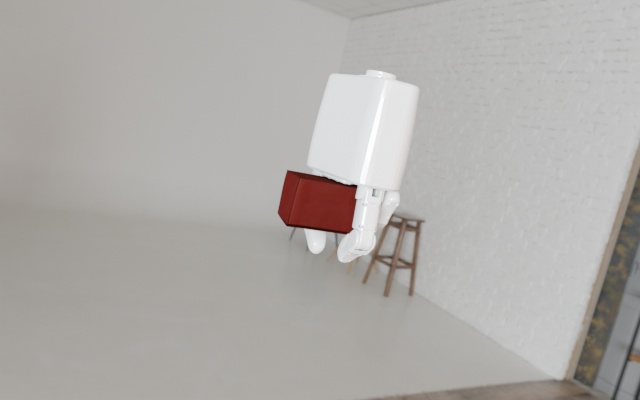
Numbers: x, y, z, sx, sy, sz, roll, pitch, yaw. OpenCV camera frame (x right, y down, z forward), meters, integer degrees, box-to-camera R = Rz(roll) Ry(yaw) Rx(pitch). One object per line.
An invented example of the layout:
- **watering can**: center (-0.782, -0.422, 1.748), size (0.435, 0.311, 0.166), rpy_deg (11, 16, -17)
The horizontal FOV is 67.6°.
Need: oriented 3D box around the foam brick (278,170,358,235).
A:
- **foam brick**: center (0.000, 0.002, 0.506), size (0.078, 0.051, 0.053), rpy_deg (9, 11, -20)
